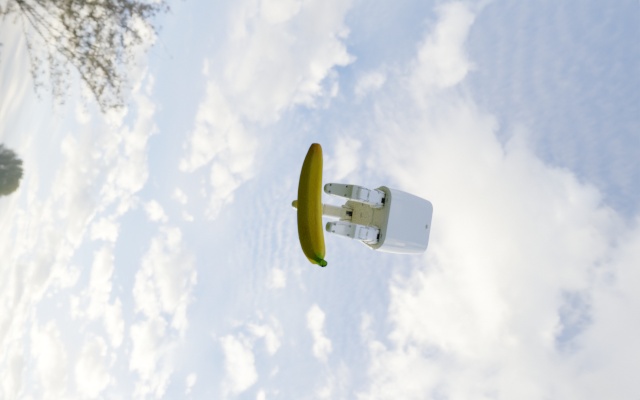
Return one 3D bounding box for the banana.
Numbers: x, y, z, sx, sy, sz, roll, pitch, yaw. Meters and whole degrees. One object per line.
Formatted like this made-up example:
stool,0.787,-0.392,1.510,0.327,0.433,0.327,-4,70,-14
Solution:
banana,-0.010,0.013,0.705,0.037,0.197,0.070,11,-29,-31
